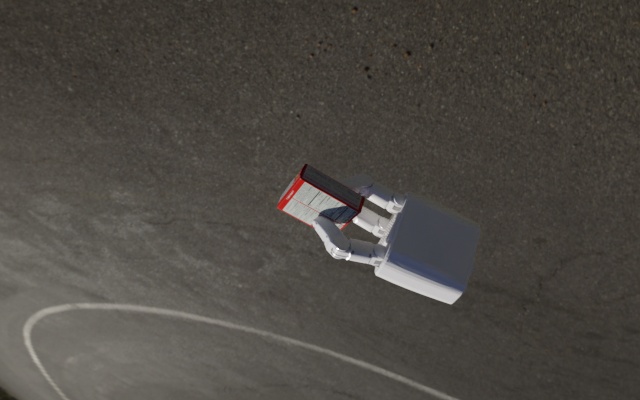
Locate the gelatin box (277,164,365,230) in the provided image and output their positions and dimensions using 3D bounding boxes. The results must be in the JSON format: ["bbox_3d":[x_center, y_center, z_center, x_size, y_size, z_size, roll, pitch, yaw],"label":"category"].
[{"bbox_3d":[0.000,0.002,0.607,0.089,0.030,0.073,29,-41,-12],"label":"gelatin box"}]
